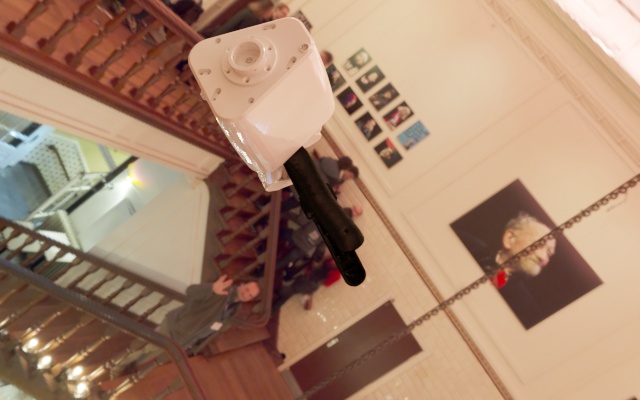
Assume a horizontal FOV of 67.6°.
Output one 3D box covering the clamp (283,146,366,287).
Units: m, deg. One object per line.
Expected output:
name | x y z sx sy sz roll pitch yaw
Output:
clamp | 0.001 0.001 0.482 0.039 0.171 0.120 -27 -17 -14
